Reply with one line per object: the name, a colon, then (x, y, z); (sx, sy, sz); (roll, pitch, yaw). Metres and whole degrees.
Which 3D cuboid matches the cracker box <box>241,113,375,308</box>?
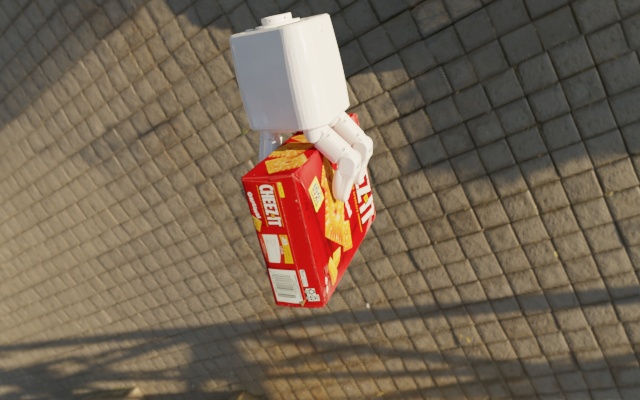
cracker box: (0.000, 0.002, 0.588); (0.072, 0.164, 0.213); (-1, 26, 24)
